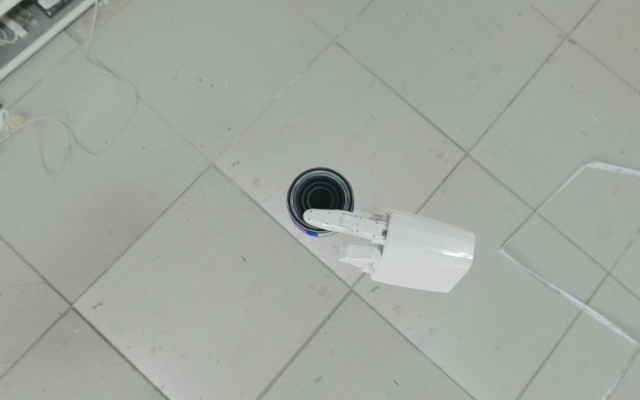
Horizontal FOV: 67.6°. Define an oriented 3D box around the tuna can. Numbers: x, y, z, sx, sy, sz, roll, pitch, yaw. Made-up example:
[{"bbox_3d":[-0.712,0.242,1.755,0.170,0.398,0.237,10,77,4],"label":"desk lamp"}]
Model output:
[{"bbox_3d":[0.000,0.002,0.600,0.086,0.086,0.034,0,-12,2],"label":"tuna can"}]
